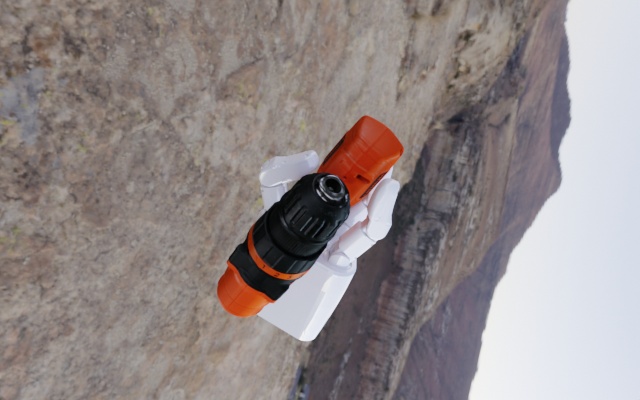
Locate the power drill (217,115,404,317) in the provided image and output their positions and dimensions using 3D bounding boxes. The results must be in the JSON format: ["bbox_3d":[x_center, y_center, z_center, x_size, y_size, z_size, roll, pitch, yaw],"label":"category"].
[{"bbox_3d":[0.000,0.001,0.401,0.187,0.057,0.184,-46,-1,-43],"label":"power drill"}]
